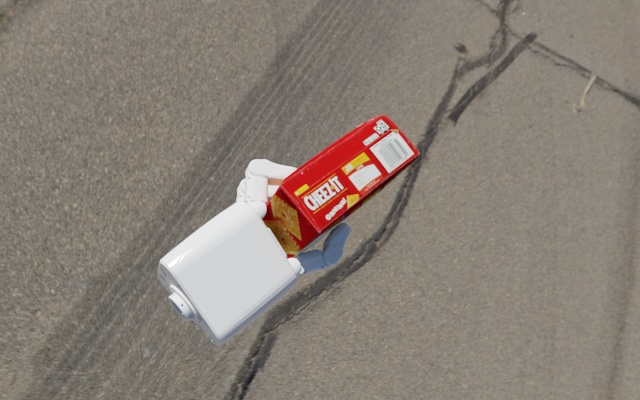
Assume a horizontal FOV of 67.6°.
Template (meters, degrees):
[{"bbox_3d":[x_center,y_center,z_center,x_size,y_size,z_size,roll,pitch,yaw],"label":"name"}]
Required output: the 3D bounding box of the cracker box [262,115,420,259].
[{"bbox_3d":[0.000,0.002,0.587,0.164,0.072,0.214,-37,-4,-28],"label":"cracker box"}]
